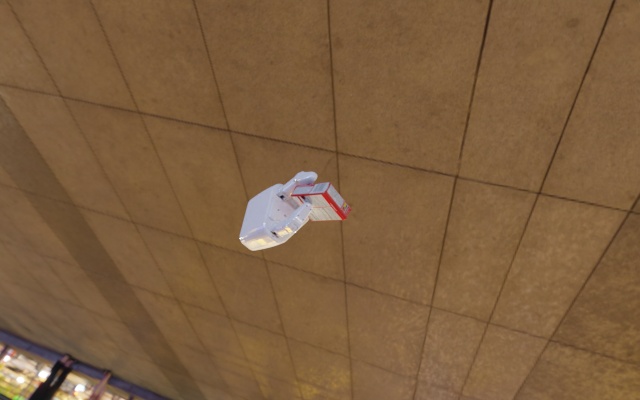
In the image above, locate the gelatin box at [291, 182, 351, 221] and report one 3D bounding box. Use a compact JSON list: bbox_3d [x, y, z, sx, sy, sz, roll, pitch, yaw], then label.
[{"bbox_3d":[0.000,0.003,0.865,0.089,0.030,0.073,-4,-44,44],"label":"gelatin box"}]
